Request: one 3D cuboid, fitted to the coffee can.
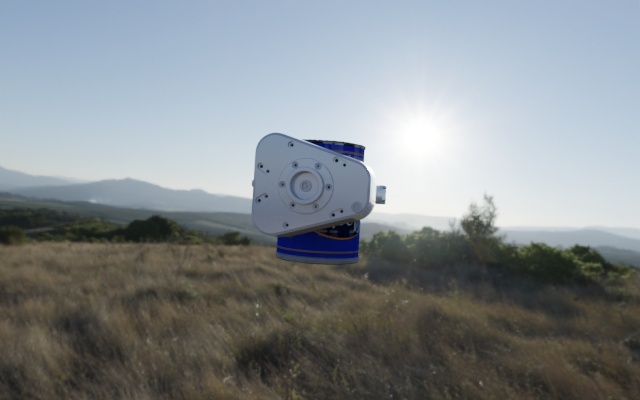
[{"bbox_3d":[0.000,0.002,0.585,0.103,0.140,0.103,4,0,0],"label":"coffee can"}]
